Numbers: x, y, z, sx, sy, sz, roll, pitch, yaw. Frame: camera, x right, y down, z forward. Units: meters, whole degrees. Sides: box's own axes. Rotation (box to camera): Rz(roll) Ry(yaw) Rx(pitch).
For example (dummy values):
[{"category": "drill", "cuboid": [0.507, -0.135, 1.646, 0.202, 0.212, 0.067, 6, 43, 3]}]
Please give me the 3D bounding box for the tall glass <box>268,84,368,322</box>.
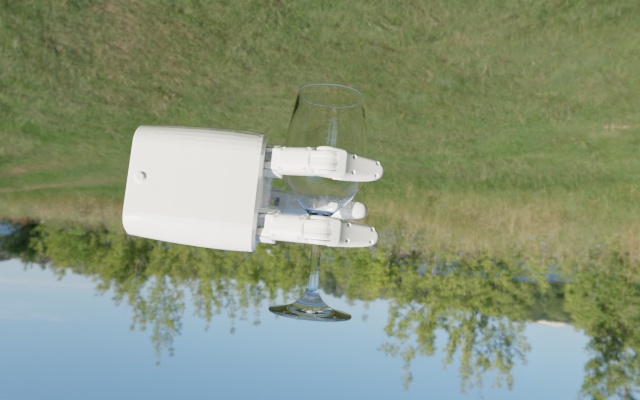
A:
[{"category": "tall glass", "cuboid": [0.000, 0.002, 0.431, 0.079, 0.201, 0.079, 6, -5, 1]}]
